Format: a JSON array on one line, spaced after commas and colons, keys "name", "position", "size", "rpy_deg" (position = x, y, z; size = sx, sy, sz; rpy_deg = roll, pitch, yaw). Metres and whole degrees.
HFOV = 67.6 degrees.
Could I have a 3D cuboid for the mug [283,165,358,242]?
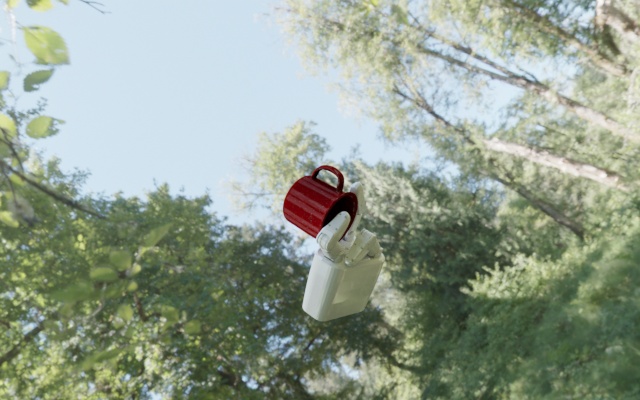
[{"name": "mug", "position": [0.000, 0.001, 0.719], "size": [0.081, 0.117, 0.093], "rpy_deg": [29, 27, 29]}]
